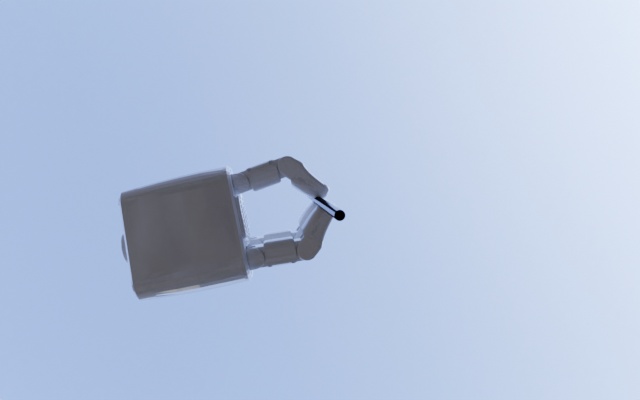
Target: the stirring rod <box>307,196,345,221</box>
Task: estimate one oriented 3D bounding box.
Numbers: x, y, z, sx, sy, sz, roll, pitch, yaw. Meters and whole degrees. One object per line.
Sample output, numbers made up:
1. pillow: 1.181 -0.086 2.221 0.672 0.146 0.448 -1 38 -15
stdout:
1. stirring rod: 0.000 0.001 0.453 0.011 0.011 0.239 0 4 -6
